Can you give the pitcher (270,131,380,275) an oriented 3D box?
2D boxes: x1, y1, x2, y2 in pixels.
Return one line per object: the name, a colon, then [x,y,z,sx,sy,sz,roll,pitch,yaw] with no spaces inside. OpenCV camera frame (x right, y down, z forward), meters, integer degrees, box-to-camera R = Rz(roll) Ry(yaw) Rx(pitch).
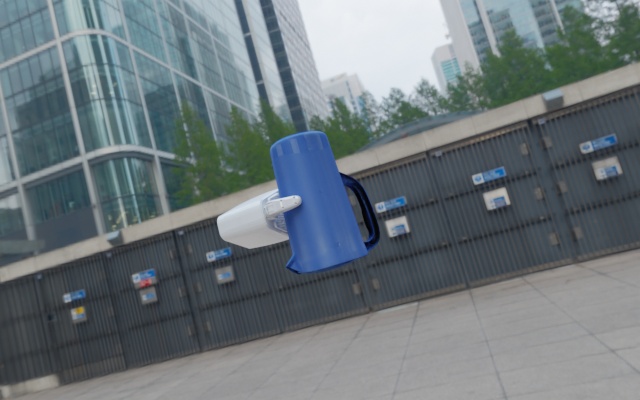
pitcher: [0.000,0.003,0.859,0.145,0.243,0.149,-19,-7,24]
